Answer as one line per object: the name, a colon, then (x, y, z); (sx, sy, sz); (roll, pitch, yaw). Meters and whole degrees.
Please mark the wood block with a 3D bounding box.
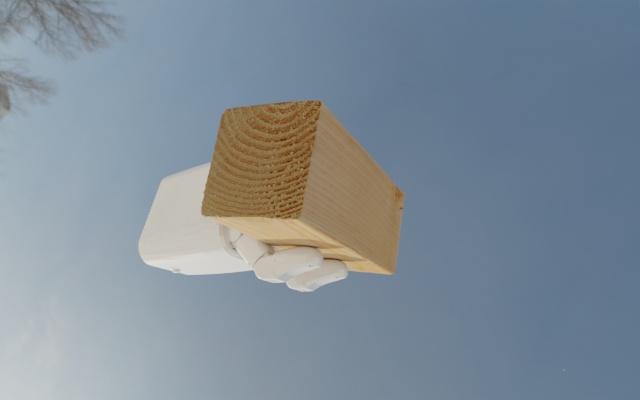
wood block: (0.000, 0.001, 0.431); (0.090, 0.090, 0.206); (1, -17, 27)
